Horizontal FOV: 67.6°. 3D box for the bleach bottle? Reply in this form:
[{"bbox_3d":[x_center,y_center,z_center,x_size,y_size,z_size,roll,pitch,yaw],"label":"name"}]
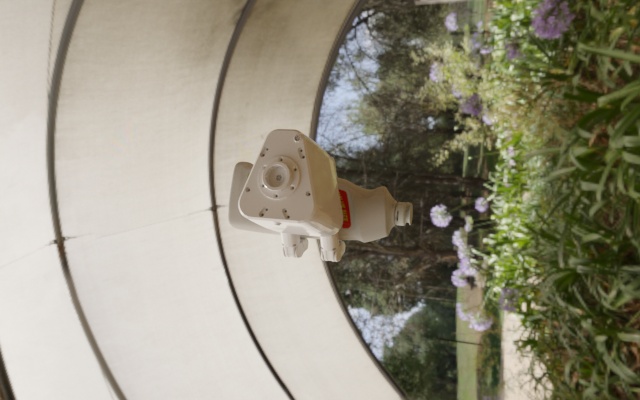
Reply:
[{"bbox_3d":[0.000,0.002,0.661,0.251,0.102,0.068,4,-9,17],"label":"bleach bottle"}]
